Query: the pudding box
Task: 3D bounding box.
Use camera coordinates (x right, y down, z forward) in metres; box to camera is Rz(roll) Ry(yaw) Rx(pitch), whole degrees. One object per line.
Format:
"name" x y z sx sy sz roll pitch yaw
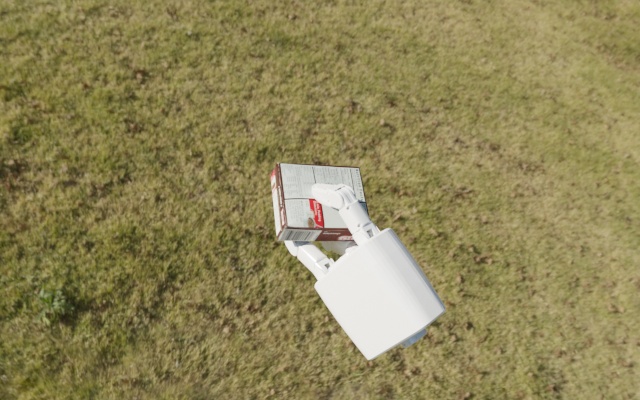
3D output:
"pudding box" 0.000 0.002 0.581 0.113 0.090 0.039 3 -29 -22
